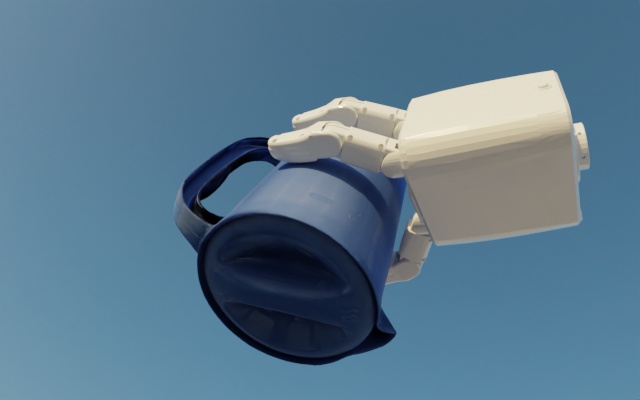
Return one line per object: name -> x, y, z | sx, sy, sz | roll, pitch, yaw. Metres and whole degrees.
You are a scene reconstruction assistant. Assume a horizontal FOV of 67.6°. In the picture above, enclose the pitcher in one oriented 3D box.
pitcher -> 0.000, 0.001, 0.415 | 0.145, 0.149, 0.242 | -8, 27, 24
